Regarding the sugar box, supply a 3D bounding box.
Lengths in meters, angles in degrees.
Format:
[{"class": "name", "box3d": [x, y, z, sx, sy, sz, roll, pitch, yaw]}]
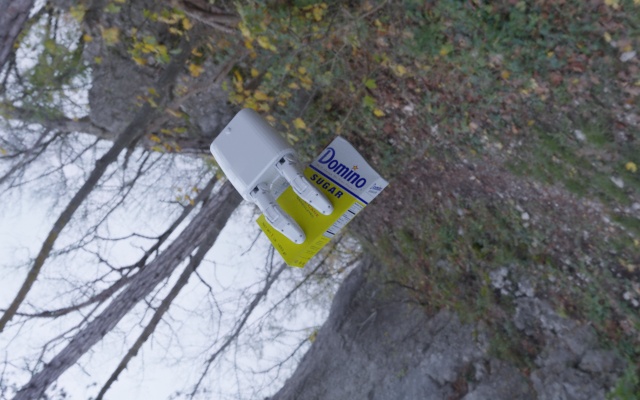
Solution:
[{"class": "sugar box", "box3d": [0.000, 0.002, 0.668, 0.093, 0.176, 0.048, 49, 12, 27]}]
